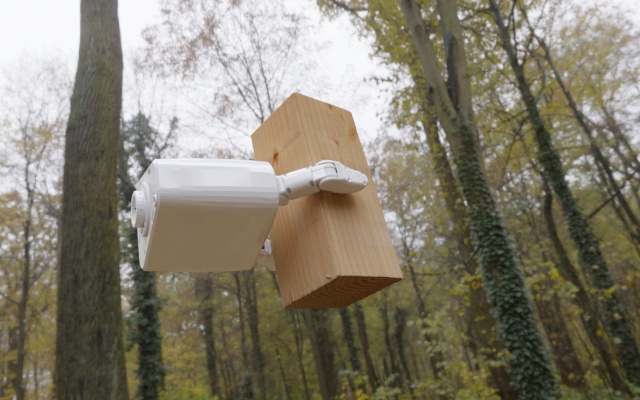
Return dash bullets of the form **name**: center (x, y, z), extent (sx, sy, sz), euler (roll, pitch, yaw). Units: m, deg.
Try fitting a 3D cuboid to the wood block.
- **wood block**: center (0.000, 0.001, 0.509), extent (0.090, 0.206, 0.091), euler (10, -34, -41)
